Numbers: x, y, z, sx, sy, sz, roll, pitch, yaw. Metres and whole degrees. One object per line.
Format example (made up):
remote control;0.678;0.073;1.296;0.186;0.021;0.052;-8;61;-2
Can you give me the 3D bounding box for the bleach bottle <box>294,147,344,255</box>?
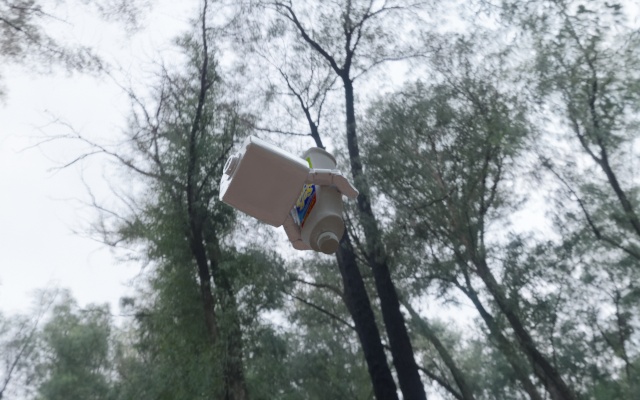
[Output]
bleach bottle;0.000;0.003;0.804;0.068;0.102;0.250;27;20;-21
